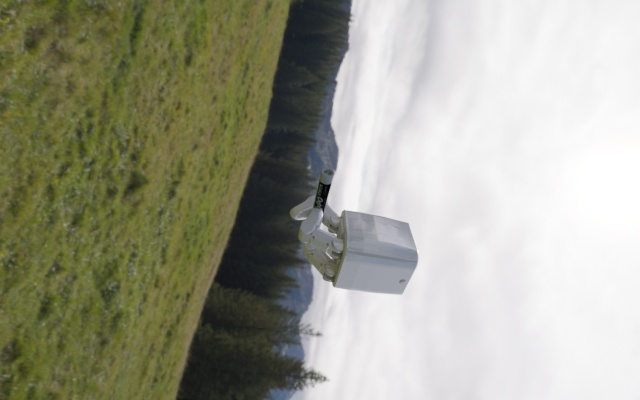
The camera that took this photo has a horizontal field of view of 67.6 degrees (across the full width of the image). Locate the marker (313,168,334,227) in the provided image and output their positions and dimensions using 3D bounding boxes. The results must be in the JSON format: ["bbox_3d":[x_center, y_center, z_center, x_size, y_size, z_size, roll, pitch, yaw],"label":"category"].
[{"bbox_3d":[0.000,0.002,0.701,0.020,0.020,0.121,0,-44,-14],"label":"marker"}]
